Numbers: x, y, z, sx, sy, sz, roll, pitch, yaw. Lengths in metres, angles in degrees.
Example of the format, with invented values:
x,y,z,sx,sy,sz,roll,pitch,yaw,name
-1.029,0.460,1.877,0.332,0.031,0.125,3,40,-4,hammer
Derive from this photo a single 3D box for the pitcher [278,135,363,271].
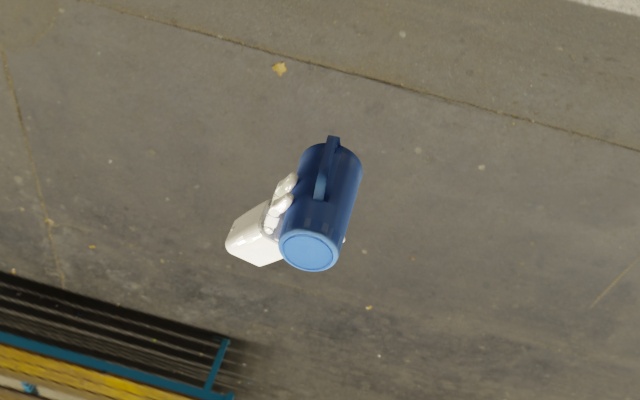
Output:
x,y,z,sx,sy,sz,roll,pitch,yaw,name
0.000,0.003,0.896,0.145,0.242,0.149,-25,-58,32,pitcher
